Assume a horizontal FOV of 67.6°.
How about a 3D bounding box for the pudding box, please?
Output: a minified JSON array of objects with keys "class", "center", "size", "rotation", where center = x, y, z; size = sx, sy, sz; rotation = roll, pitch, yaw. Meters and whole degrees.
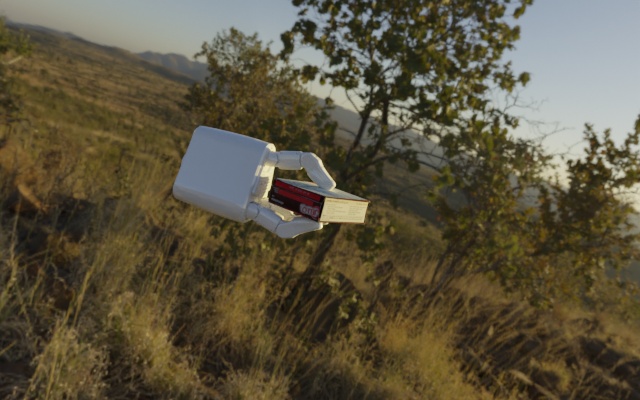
[{"class":"pudding box","center":[0.000,0.002,0.646],"size":[0.090,0.039,0.113],"rotation":[22,11,36]}]
